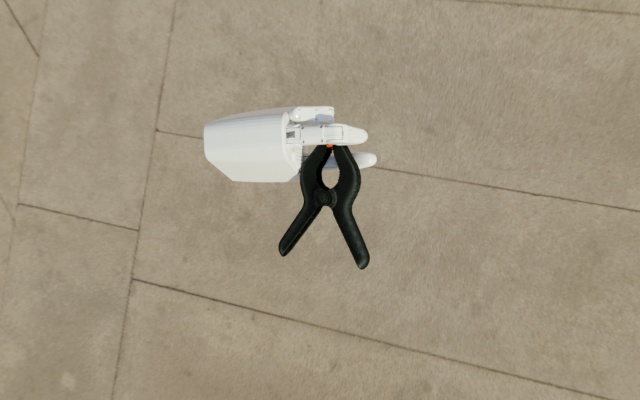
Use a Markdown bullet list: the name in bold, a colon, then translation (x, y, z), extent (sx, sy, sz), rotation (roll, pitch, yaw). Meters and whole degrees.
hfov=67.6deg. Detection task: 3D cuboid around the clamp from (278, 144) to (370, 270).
- **clamp**: translation (0.000, 0.002, 0.603), extent (0.120, 0.171, 0.039), rotation (-2, 0, 13)
